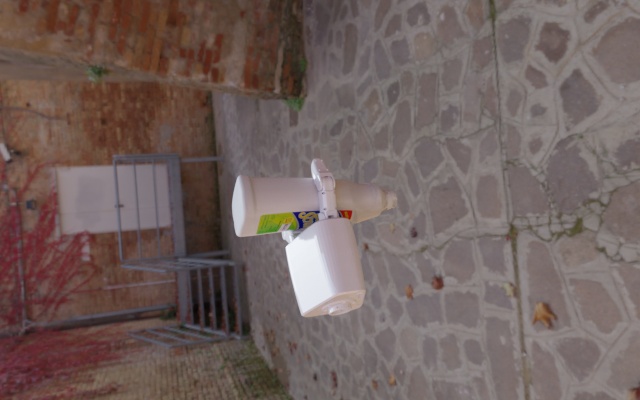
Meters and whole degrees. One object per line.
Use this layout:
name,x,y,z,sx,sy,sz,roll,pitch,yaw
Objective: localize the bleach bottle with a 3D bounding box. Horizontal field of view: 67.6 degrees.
bleach bottle,0.000,0.002,0.714,0.251,0.068,0.103,-4,-27,-19
